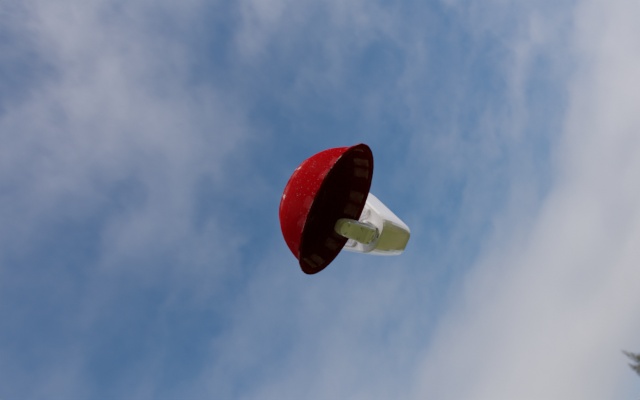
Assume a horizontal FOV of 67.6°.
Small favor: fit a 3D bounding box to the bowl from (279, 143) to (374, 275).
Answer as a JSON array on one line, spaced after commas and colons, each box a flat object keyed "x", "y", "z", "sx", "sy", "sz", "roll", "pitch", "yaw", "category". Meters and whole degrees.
[{"x": -0.001, "y": 0.001, "z": 0.551, "sx": 0.055, "sy": 0.162, "sz": 0.162, "roll": 25, "pitch": 10, "yaw": 22, "category": "bowl"}]
